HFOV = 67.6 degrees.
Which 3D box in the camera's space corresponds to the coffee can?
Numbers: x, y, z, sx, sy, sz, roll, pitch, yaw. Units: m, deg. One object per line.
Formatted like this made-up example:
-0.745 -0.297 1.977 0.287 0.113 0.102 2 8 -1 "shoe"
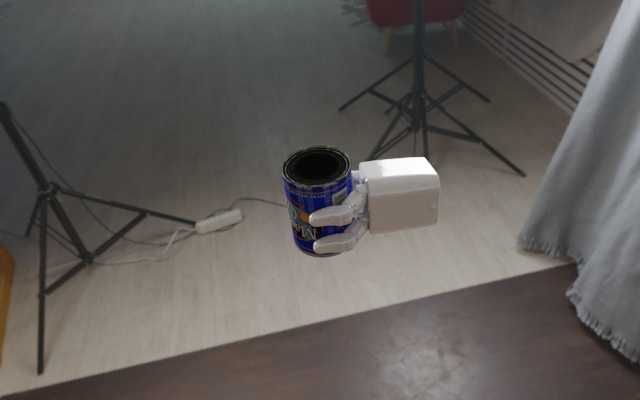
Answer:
0.000 0.002 0.727 0.103 0.140 0.102 -4 40 4 "coffee can"
